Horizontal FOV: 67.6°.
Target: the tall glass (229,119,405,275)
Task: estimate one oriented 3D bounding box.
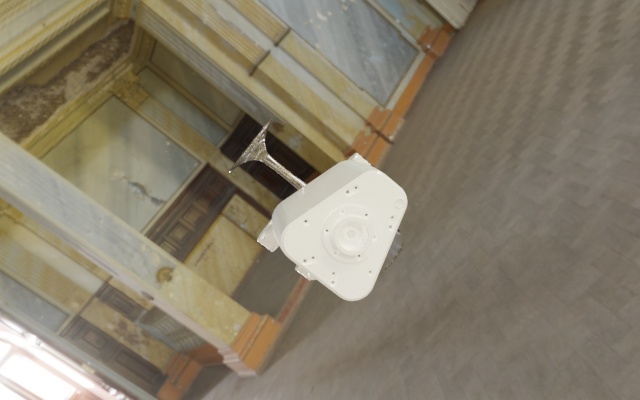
[{"bbox_3d":[0.000,0.001,0.534,0.201,0.079,0.079,39,-9,-11],"label":"tall glass"}]
